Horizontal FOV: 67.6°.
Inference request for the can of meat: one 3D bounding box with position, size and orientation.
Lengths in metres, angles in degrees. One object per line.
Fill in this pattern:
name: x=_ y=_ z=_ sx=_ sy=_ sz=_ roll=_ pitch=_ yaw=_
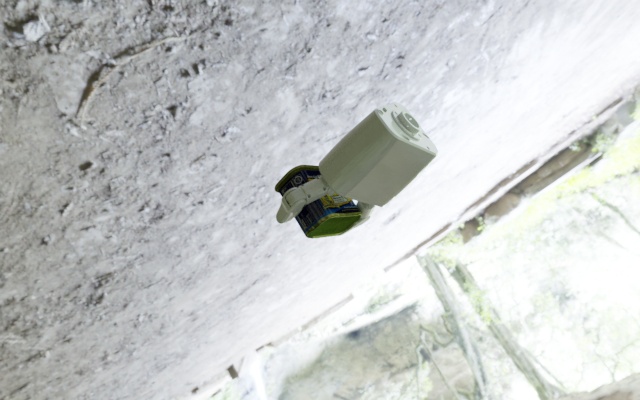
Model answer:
can of meat: x=0.000 y=0.002 z=0.649 sx=0.057 sy=0.084 sz=0.102 roll=-44 pitch=-23 yaw=28
